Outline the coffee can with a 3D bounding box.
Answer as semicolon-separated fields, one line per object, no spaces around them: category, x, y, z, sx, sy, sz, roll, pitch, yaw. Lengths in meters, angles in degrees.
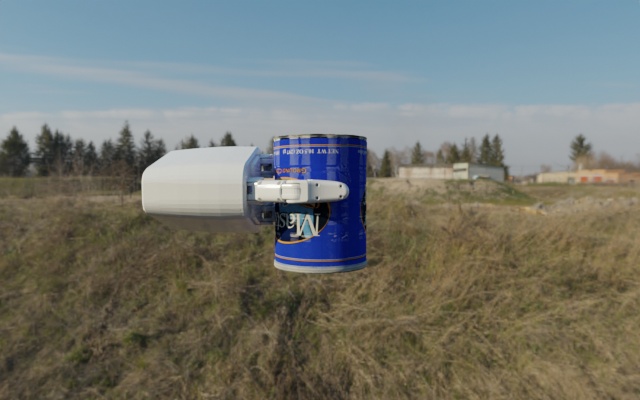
coffee can;0.000;0.002;0.525;0.103;0.140;0.103;0;2;0
